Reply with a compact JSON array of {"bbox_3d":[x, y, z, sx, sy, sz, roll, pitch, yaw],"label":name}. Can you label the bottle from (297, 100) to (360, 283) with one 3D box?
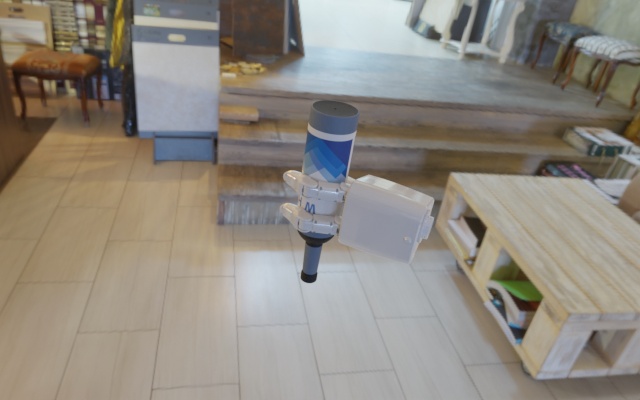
[{"bbox_3d":[0.000,0.002,0.713,0.069,0.296,0.069,7,30,-4],"label":"bottle"}]
